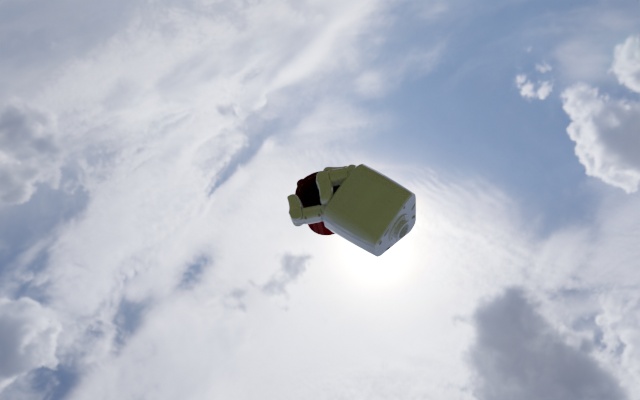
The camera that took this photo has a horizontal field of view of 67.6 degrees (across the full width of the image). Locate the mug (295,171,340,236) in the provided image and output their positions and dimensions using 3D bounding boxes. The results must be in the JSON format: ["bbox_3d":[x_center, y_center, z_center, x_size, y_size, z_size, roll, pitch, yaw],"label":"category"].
[{"bbox_3d":[-0.001,0.002,0.846,0.117,0.082,0.093,33,64,33],"label":"mug"}]
